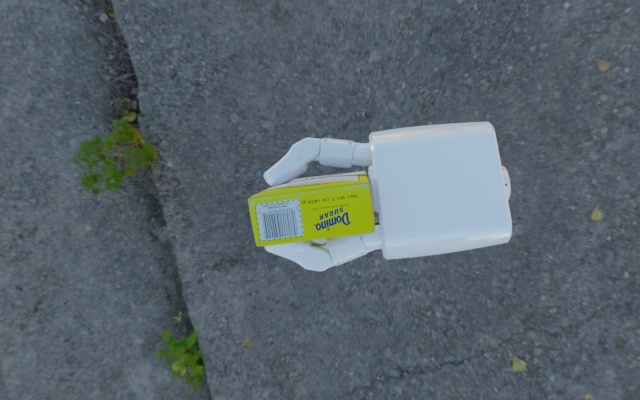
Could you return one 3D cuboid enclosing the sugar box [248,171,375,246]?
[{"bbox_3d":[0.000,0.002,0.438,0.093,0.048,0.176,-7,3,6],"label":"sugar box"}]
